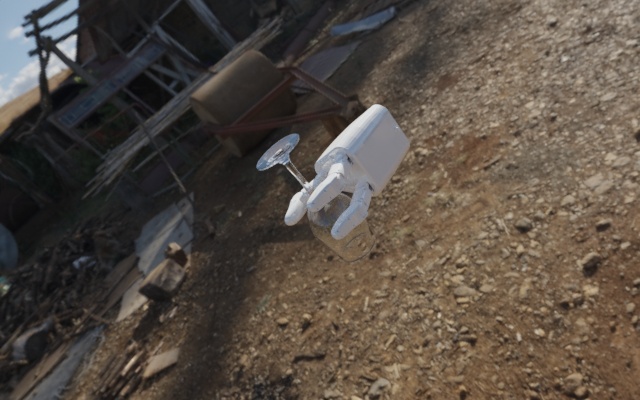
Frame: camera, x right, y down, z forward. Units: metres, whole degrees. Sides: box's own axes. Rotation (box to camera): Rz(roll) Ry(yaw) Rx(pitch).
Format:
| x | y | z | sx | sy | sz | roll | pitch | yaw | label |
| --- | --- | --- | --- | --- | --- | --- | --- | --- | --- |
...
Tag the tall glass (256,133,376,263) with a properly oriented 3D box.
| x | y | z | sx | sy | sz | roll | pitch | yaw | label |
| --- | --- | --- | --- | --- | --- | --- | --- | --- | --- |
| 0.000 | 0.002 | 0.691 | 0.079 | 0.201 | 0.079 | -32 | 25 | 17 | tall glass |
